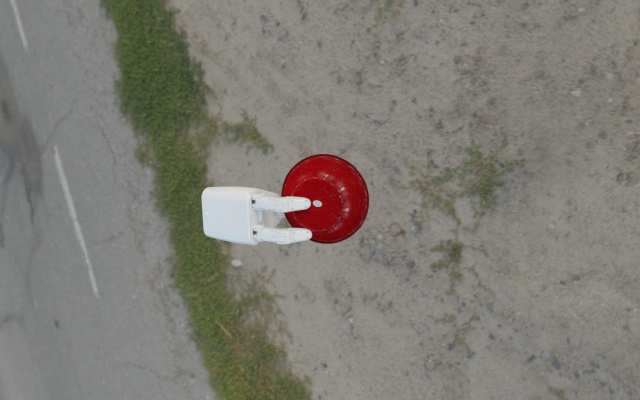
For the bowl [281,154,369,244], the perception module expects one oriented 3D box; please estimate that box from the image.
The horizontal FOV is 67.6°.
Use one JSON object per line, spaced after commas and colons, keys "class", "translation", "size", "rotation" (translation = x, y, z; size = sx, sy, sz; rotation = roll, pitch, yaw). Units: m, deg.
{"class": "bowl", "translation": [0.001, 0.002, 0.818], "size": [0.162, 0.162, 0.055], "rotation": [0, 10, 15]}
